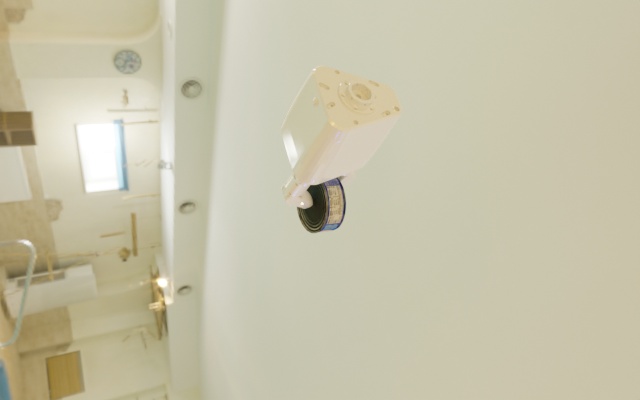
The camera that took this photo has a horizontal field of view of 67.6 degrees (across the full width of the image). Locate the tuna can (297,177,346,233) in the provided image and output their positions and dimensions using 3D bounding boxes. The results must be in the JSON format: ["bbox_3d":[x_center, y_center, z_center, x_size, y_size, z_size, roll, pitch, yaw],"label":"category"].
[{"bbox_3d":[0.001,0.002,0.674,0.034,0.086,0.086,-5,2,-30],"label":"tuna can"}]
